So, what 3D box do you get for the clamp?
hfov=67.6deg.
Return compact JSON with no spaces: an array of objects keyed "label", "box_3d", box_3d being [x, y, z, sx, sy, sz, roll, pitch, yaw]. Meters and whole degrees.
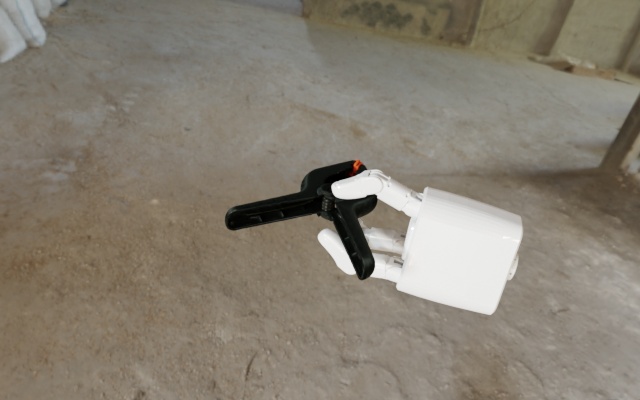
[{"label":"clamp","box_3d":[0.001,0.001,0.552,0.164,0.036,0.210,16,32,9]}]
